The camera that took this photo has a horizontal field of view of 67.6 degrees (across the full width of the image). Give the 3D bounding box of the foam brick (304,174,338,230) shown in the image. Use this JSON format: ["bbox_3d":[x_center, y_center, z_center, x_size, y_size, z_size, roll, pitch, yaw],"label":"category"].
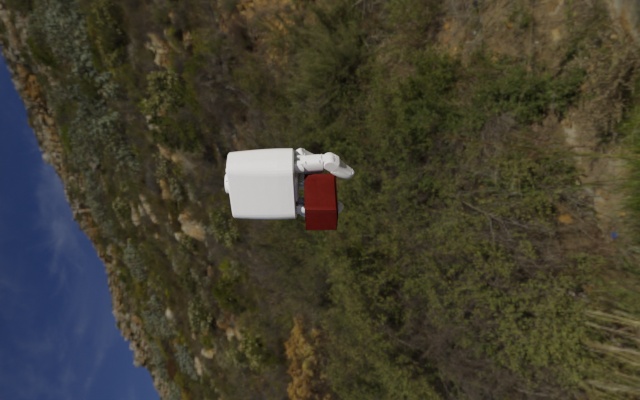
[{"bbox_3d":[0.000,0.003,0.758,0.051,0.078,0.053,-1,-40,-2],"label":"foam brick"}]
